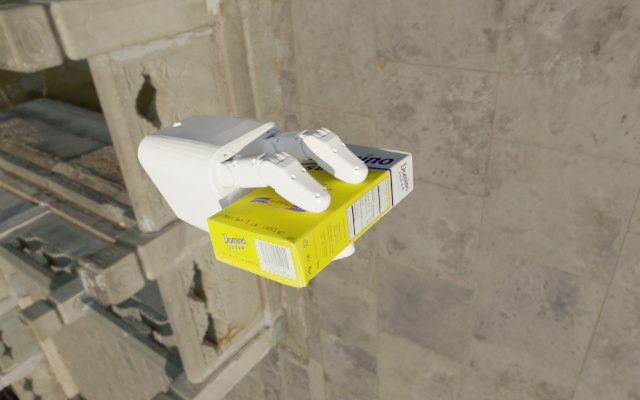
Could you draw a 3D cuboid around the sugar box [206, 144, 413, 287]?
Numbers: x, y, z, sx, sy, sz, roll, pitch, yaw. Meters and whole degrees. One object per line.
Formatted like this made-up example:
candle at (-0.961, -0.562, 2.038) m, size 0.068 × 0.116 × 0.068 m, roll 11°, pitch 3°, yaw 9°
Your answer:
sugar box at (0.000, 0.001, 0.414) m, size 0.093 × 0.048 × 0.176 m, roll 12°, pitch 35°, yaw 34°
